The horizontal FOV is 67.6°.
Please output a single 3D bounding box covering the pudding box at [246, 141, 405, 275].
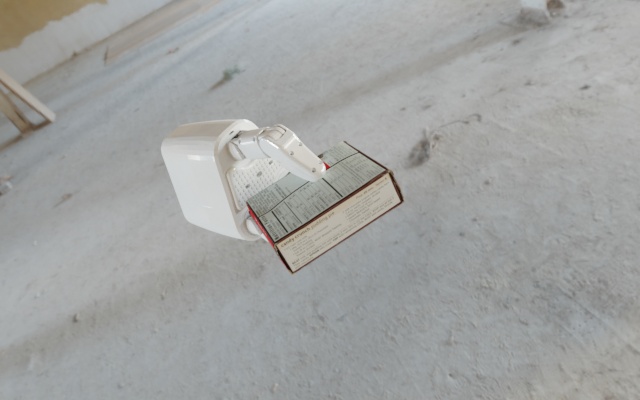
[{"bbox_3d":[0.000,0.001,0.410,0.113,0.039,0.090,-34,32,-7],"label":"pudding box"}]
